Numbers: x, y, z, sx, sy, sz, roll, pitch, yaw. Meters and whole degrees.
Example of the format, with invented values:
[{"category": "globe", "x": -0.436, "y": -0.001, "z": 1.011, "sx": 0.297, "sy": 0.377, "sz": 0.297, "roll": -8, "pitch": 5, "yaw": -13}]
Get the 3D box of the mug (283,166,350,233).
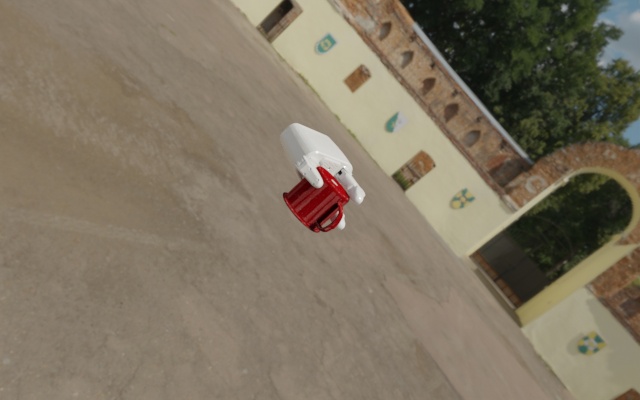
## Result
[{"category": "mug", "x": 0.001, "y": 0.003, "z": 0.816, "sx": 0.093, "sy": 0.081, "sz": 0.117, "roll": 36, "pitch": 16, "yaw": -46}]
